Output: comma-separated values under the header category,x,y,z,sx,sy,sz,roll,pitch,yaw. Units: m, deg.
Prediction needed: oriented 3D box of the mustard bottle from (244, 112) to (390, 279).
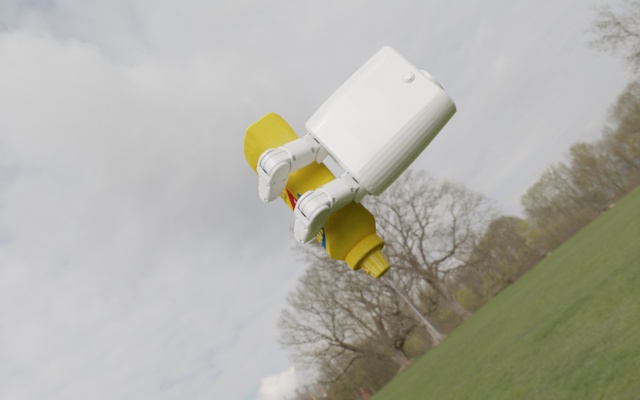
category,x,y,z,sx,sy,sz,roll,pitch,yaw
mustard bottle,0.000,0.002,0.483,0.058,0.191,0.096,-37,-22,-15
